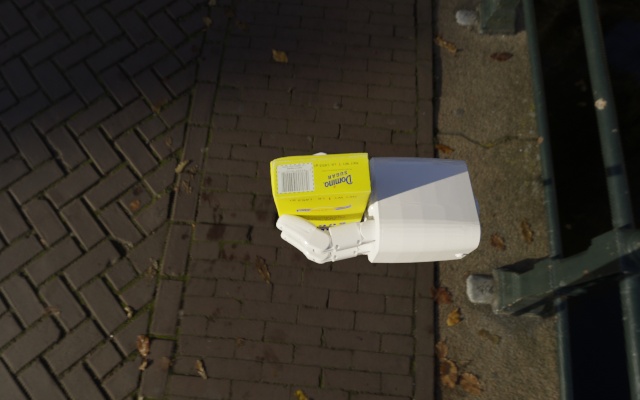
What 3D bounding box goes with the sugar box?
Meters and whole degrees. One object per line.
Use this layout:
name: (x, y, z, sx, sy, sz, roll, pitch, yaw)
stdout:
sugar box: (0.000, 0.002, 0.522, 0.093, 0.048, 0.176, -3, -19, -1)
